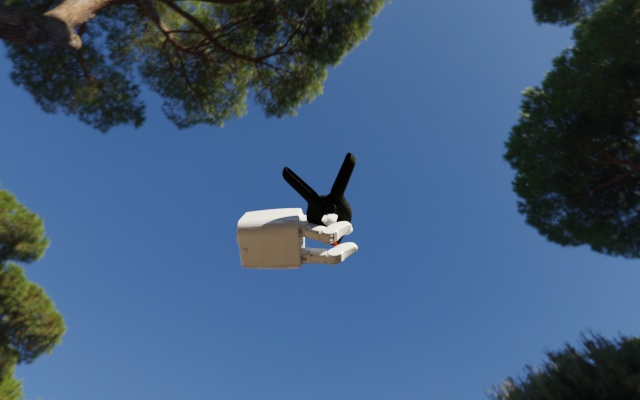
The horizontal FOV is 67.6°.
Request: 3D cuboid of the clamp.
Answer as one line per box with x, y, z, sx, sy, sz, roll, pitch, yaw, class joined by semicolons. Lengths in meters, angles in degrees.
0.000;0.002;0.807;0.120;0.171;0.039;-2;27;1;clamp
